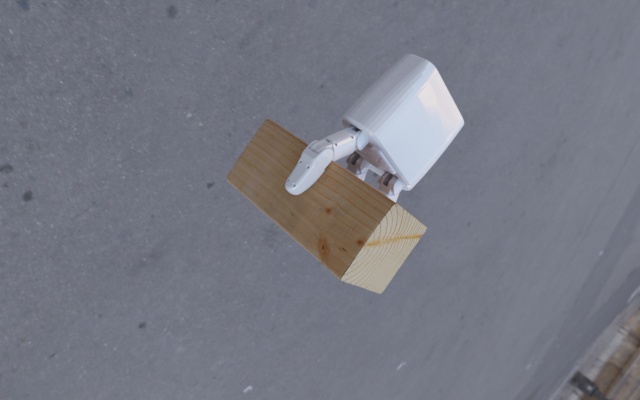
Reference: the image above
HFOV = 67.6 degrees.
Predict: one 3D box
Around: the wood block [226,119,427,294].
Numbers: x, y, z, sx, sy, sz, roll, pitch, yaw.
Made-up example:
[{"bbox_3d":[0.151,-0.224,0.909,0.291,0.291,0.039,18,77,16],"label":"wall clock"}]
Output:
[{"bbox_3d":[0.000,0.001,0.533,0.206,0.090,0.091,37,3,37],"label":"wood block"}]
